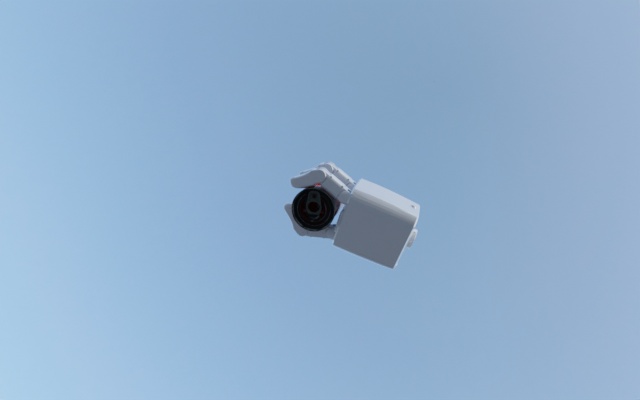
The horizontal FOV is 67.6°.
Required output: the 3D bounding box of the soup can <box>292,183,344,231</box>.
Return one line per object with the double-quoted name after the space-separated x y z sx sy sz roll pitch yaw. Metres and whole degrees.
0.000 0.002 0.766 0.068 0.068 0.102 0 14 13 "soup can"
